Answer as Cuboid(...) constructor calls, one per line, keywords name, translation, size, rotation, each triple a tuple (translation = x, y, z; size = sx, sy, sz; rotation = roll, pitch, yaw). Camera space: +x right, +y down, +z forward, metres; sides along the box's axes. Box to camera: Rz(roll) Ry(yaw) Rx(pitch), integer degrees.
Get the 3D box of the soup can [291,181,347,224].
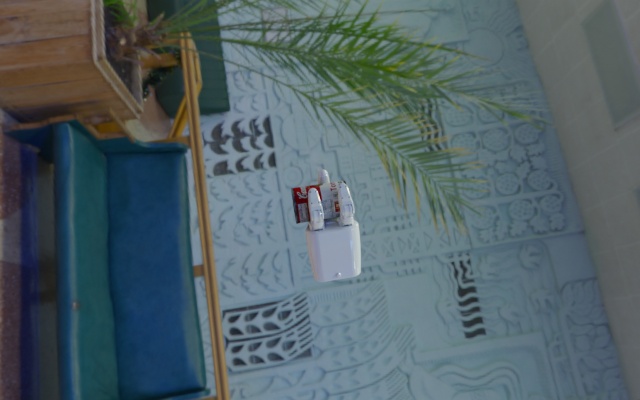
Cuboid(name="soup can", translation=(0.000, 0.002, 0.890), size=(0.102, 0.068, 0.068), rotation=(-9, 1, -4))
